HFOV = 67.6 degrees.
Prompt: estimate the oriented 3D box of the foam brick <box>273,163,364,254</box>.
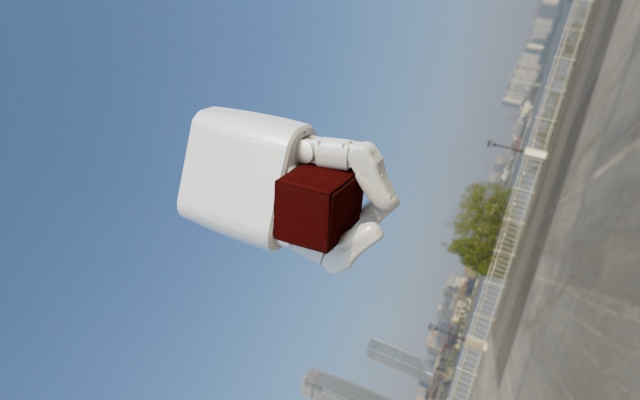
[{"bbox_3d":[0.000,0.001,0.404,0.051,0.053,0.078,14,25,20],"label":"foam brick"}]
